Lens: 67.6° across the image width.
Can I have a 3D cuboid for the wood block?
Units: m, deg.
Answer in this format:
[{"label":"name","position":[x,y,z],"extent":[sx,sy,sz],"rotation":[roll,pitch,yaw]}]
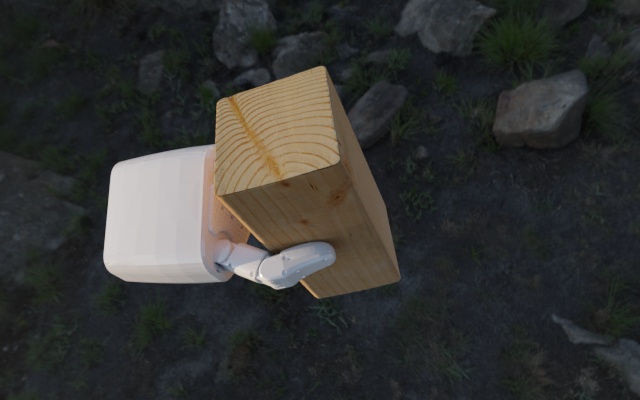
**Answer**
[{"label":"wood block","position":[0.000,0.002,0.409],"extent":[0.090,0.090,0.206],"rotation":[-15,-33,13]}]
